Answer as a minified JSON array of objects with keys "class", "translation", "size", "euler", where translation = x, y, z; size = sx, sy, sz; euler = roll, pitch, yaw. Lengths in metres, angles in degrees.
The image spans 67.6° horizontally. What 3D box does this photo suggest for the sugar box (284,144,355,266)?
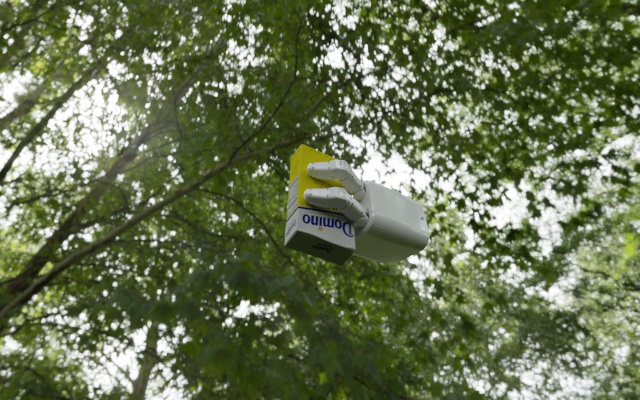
[{"class":"sugar box","translation":[0.001,0.002,0.698],"size":[0.093,0.176,0.048],"euler":[21,-50,-21]}]
